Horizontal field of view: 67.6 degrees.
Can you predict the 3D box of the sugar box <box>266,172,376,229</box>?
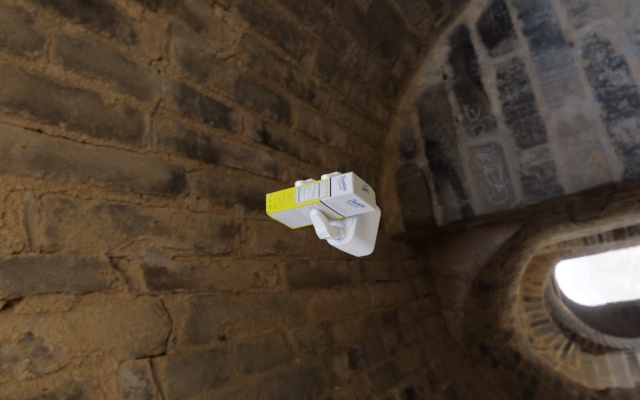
[{"bbox_3d":[0.000,0.002,0.848,0.176,0.048,0.093,-16,-27,26],"label":"sugar box"}]
